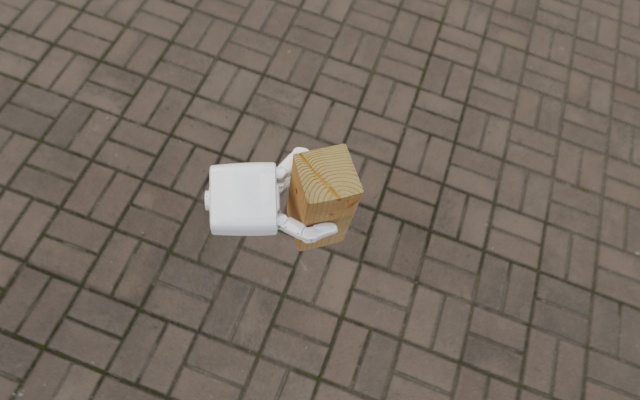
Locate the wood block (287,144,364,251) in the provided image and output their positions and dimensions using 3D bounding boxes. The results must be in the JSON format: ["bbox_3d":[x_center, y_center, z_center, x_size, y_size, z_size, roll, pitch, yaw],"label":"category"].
[{"bbox_3d":[0.000,0.003,0.812,0.090,0.090,0.206,-13,-23,-12],"label":"wood block"}]
